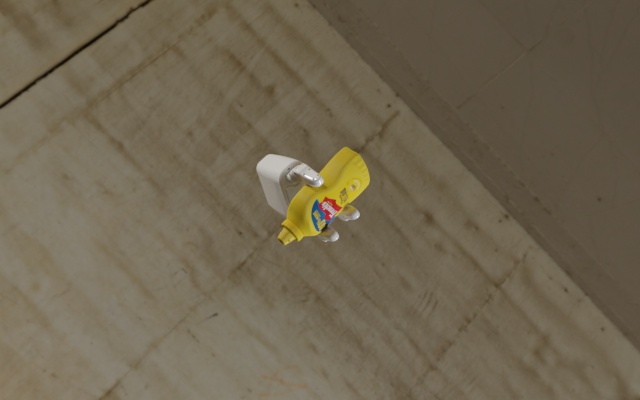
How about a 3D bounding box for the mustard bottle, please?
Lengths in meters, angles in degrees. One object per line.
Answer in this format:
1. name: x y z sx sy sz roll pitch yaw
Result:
1. mustard bottle: 0.001 0.003 0.812 0.058 0.191 0.096 36 -18 32
